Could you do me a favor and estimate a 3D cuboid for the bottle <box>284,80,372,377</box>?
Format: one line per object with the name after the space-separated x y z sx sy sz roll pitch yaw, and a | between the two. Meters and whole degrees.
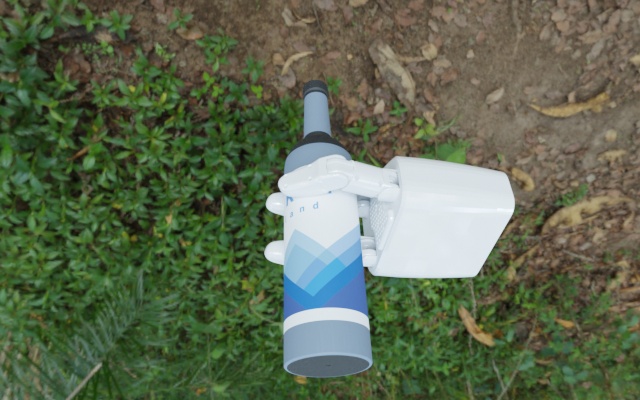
0.000 0.002 0.437 0.069 0.295 0.069 -2 -33 -1 | bottle
